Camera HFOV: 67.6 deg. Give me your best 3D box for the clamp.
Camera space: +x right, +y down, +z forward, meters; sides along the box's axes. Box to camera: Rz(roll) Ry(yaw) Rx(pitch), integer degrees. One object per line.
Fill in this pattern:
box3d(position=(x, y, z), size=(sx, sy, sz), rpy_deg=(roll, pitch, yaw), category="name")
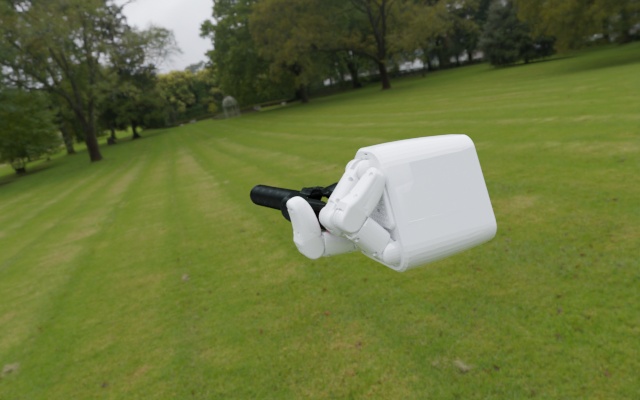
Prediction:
box3d(position=(0.000, 0.001, 0.528), size=(0.120, 0.039, 0.171), rpy_deg=(-10, 15, -22), category="clamp")
